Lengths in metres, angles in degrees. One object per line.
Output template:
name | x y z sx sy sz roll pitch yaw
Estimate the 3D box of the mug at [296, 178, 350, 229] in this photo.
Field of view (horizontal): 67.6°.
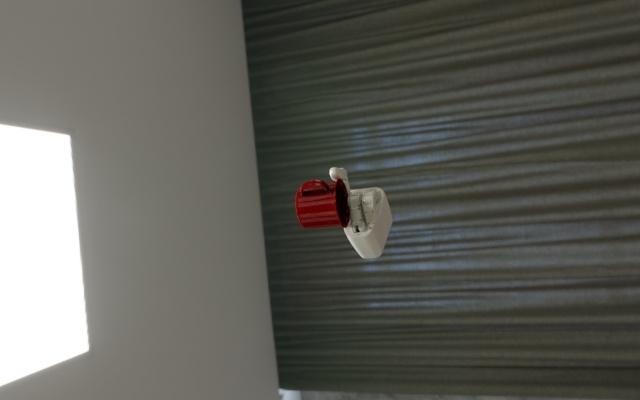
mug | -0.001 0.002 0.891 0.081 0.093 0.117 -7 -36 18
